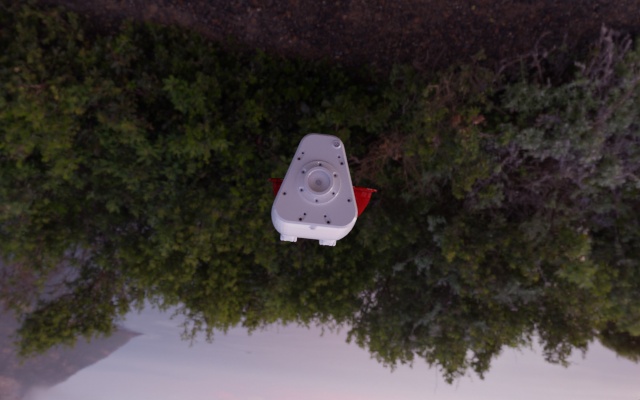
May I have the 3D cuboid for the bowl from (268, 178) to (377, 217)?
[{"bbox_3d":[0.000,0.003,0.708,0.162,0.055,0.162,6,0,0],"label":"bowl"}]
